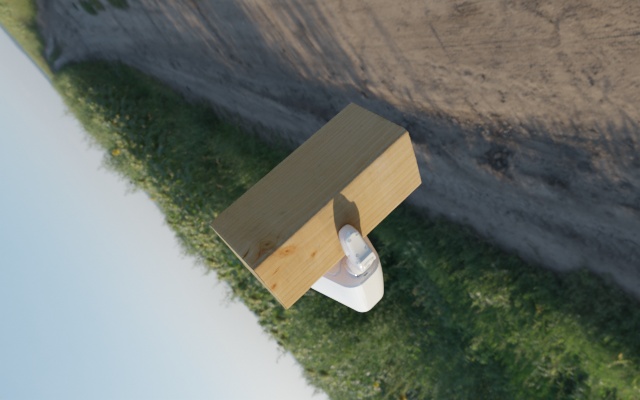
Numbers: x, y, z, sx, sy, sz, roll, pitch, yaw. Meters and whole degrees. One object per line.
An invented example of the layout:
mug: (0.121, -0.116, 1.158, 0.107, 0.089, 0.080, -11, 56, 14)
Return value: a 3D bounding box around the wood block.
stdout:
wood block: (0.000, 0.002, 0.514, 0.090, 0.206, 0.090, 37, -17, 40)
